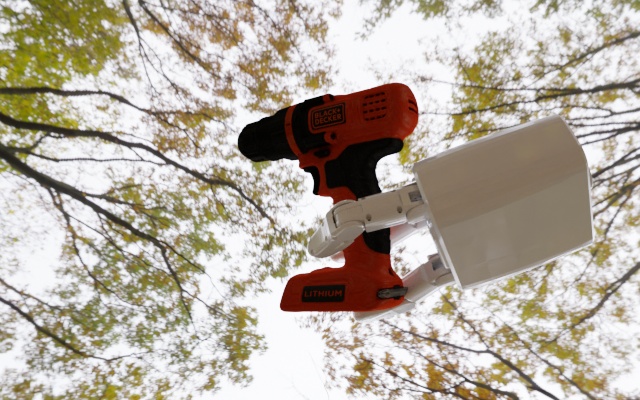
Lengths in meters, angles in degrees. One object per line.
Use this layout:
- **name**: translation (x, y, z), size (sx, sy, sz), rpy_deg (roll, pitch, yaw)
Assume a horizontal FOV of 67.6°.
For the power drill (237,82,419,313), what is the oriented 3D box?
- **power drill**: translation (0.000, 0.002, 0.419), size (0.184, 0.187, 0.057), rpy_deg (-8, -8, 35)
